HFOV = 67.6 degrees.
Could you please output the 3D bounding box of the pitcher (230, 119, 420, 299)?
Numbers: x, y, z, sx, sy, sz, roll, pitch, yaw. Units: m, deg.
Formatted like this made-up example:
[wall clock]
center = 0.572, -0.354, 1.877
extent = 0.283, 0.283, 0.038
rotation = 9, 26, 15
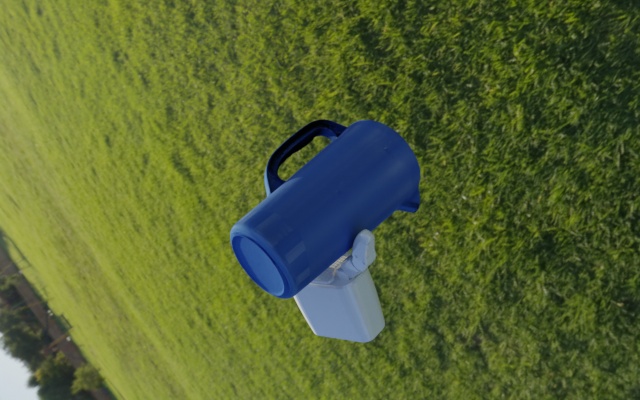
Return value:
[pitcher]
center = 0.000, 0.002, 0.610
extent = 0.149, 0.145, 0.242
rotation = 12, 42, 46
